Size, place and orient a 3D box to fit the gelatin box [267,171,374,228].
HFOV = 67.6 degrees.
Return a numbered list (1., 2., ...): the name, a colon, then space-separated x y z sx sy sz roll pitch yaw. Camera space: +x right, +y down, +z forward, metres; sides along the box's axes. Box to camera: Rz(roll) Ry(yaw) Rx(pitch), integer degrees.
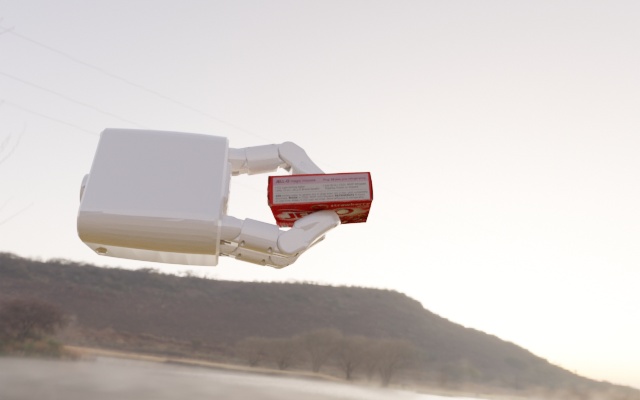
1. gelatin box: 0.000 0.001 0.428 0.089 0.030 0.073 -3 -18 0
